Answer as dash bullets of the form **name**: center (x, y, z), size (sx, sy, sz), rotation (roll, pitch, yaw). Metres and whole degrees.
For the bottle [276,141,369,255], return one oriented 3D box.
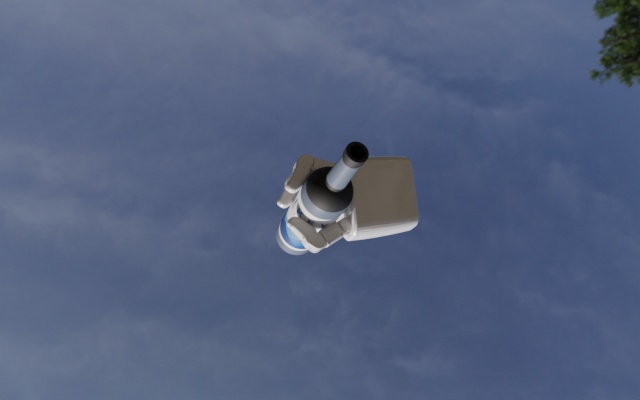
- **bottle**: center (0.000, 0.002, 0.663), size (0.069, 0.069, 0.296), rotation (0, -23, -18)
